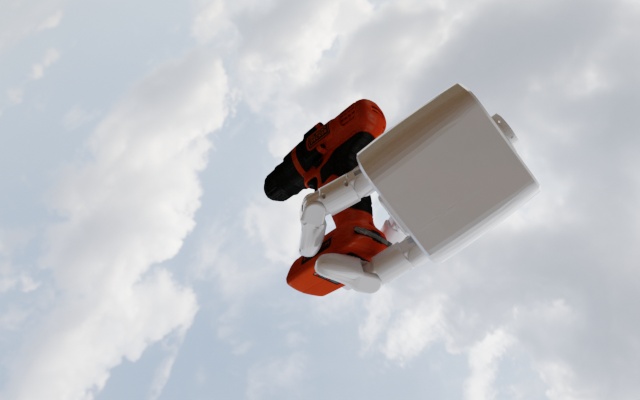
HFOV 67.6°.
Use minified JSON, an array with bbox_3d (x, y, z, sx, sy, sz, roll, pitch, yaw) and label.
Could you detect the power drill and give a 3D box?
[{"bbox_3d":[0.000,0.002,0.512,0.057,0.187,0.184,25,-46,-34],"label":"power drill"}]
